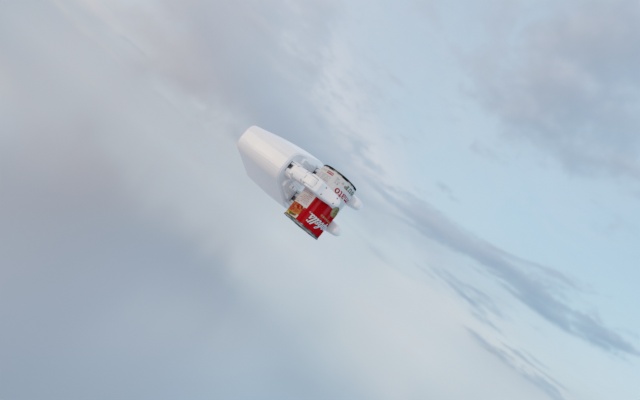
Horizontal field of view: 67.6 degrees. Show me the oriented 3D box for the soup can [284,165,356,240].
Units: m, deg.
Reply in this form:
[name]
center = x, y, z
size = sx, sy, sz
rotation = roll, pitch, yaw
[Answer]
[soup can]
center = 0.001, 0.002, 0.754
size = 0.068, 0.102, 0.068
rotation = 39, -6, 5
